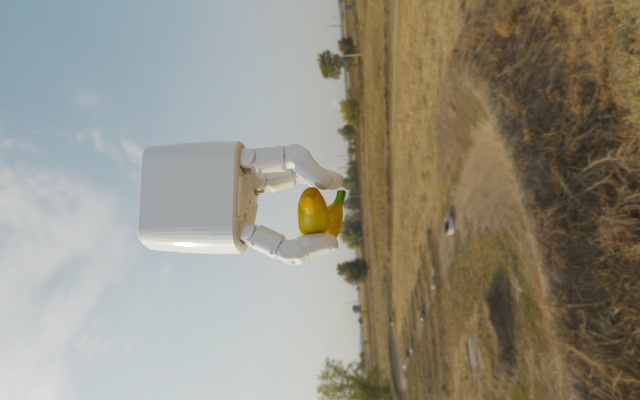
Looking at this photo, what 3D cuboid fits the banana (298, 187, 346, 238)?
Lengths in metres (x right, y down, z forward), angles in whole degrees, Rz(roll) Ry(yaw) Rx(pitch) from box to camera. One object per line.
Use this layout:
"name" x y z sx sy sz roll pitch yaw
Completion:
"banana" 0.000 0.020 0.546 0.037 0.069 0.198 3 1 9
